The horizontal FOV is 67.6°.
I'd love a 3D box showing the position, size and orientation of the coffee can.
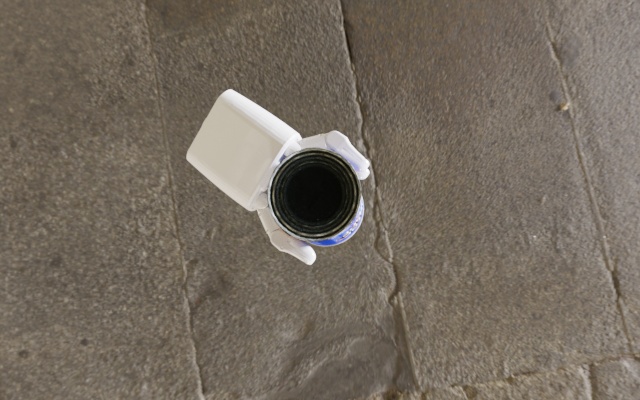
[{"bbox_3d":[0.000,0.002,0.577,0.103,0.103,0.140,0,-7,6],"label":"coffee can"}]
